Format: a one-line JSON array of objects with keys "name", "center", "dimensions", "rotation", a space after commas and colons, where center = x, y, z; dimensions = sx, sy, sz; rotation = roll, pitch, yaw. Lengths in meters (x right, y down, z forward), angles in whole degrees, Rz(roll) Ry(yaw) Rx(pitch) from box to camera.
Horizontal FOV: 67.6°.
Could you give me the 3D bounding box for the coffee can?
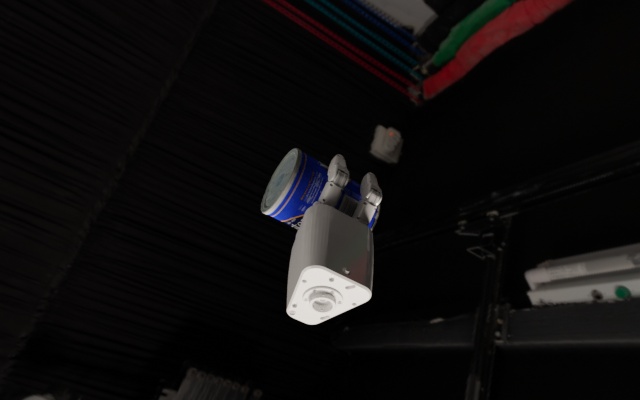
[{"name": "coffee can", "center": [0.000, 0.002, 0.689], "dimensions": [0.140, 0.103, 0.103], "rotation": [28, -10, -18]}]
